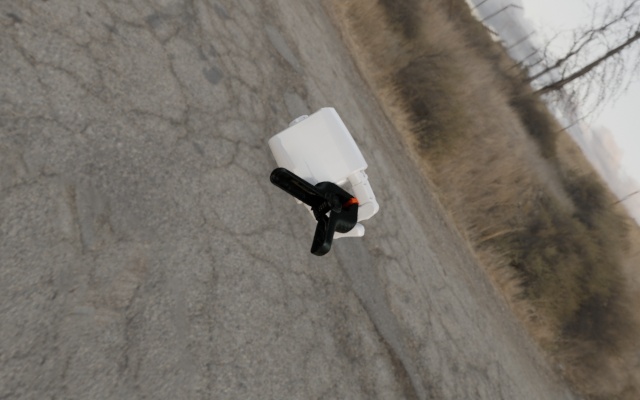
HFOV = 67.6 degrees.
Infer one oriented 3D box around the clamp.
[{"bbox_3d":[0.001,0.002,0.632,0.039,0.120,0.171,-30,-3,22],"label":"clamp"}]
